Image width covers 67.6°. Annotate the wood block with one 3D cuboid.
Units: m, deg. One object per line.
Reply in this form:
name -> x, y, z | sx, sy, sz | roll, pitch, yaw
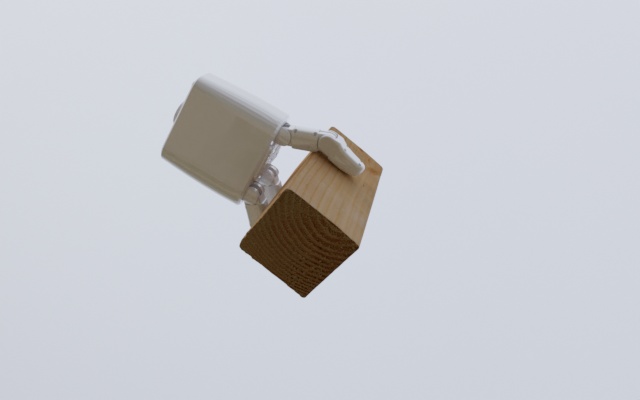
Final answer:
wood block -> 0.000, 0.001, 0.548 | 0.090, 0.091, 0.206 | 40, 28, -6
